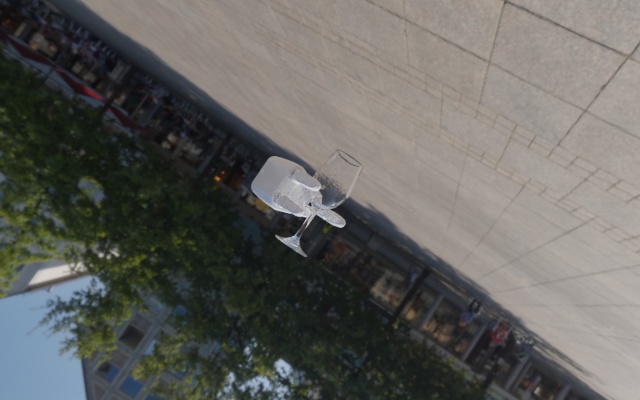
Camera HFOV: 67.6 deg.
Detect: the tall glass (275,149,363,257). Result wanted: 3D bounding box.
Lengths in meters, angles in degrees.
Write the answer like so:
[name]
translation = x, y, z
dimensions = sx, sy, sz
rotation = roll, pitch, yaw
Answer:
[tall glass]
translation = 0.000, 0.004, 0.898
dimensions = 0.079, 0.201, 0.079
rotation = 34, -3, 2
